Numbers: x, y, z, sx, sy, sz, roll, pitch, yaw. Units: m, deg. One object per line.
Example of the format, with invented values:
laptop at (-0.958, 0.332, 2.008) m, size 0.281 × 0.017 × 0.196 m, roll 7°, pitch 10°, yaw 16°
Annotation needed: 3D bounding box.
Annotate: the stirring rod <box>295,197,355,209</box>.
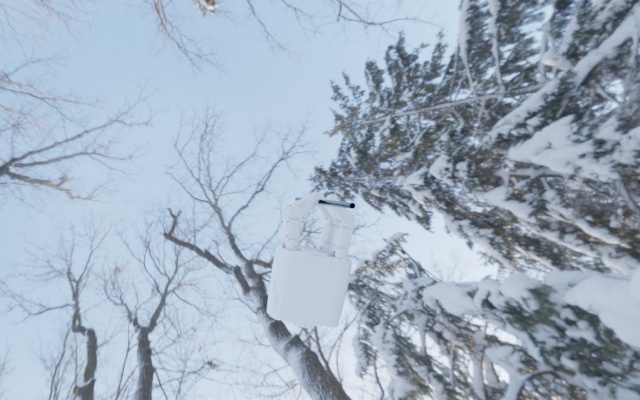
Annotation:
stirring rod at (0.000, 0.002, 0.733) m, size 0.011 × 0.011 × 0.239 m, roll 0°, pitch 2°, yaw -20°
